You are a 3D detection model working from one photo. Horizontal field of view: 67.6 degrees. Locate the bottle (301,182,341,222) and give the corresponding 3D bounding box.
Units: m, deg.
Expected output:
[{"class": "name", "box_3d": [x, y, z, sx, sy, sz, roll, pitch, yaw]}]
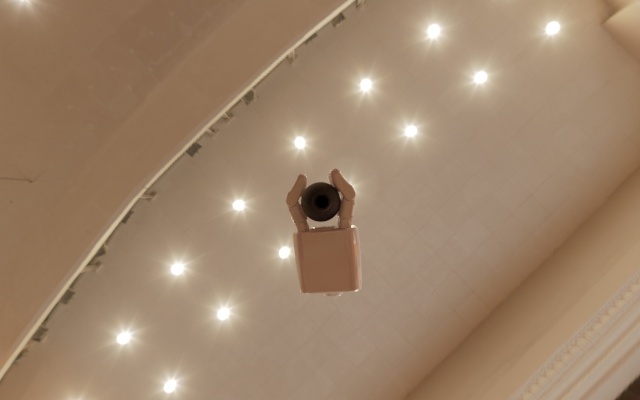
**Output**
[{"class": "bottle", "box_3d": [0.000, 0.003, 0.829, 0.069, 0.069, 0.296, 0, 0, -1]}]
